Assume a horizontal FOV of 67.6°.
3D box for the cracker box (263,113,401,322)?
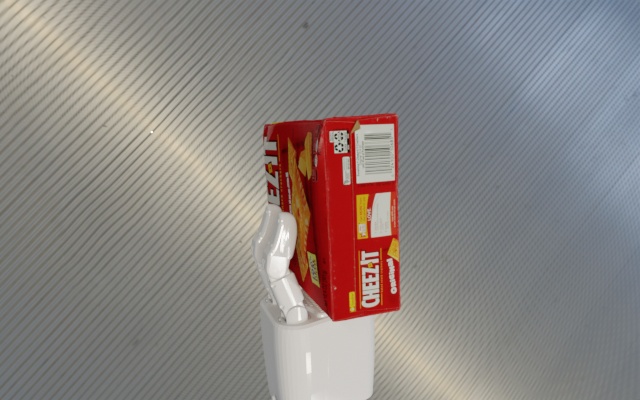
[{"bbox_3d":[0.000,0.002,0.472,0.072,0.164,0.213,-6,9,-19],"label":"cracker box"}]
